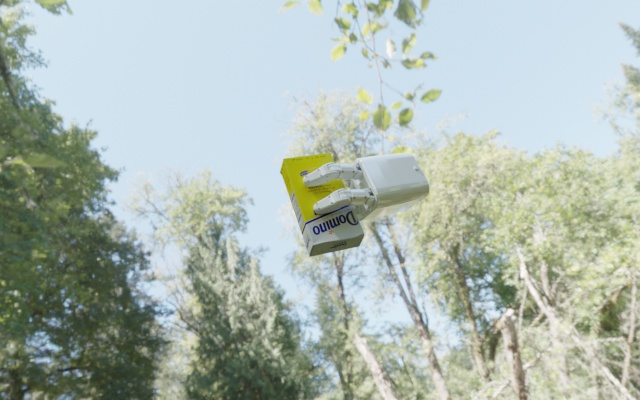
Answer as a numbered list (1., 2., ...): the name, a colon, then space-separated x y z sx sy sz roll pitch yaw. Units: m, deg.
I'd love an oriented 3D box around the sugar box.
1. sugar box: 0.000 0.002 0.809 0.093 0.176 0.048 -10 -33 -20
